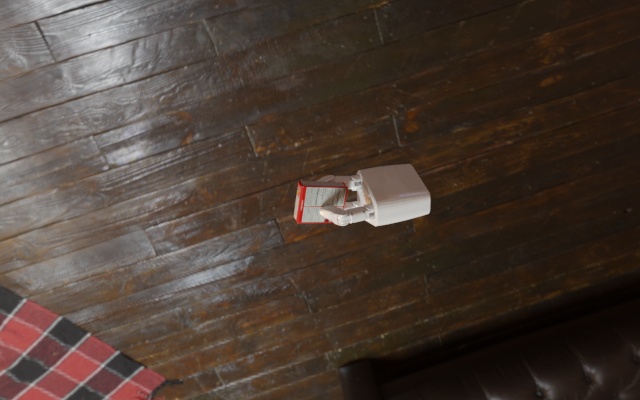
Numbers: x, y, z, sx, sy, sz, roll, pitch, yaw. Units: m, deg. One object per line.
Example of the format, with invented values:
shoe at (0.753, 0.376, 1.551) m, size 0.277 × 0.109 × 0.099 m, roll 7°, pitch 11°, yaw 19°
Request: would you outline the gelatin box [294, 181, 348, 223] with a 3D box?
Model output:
gelatin box at (0.000, 0.003, 0.866) m, size 0.089 × 0.073 × 0.030 m, roll 0°, pitch 25°, yaw -20°
